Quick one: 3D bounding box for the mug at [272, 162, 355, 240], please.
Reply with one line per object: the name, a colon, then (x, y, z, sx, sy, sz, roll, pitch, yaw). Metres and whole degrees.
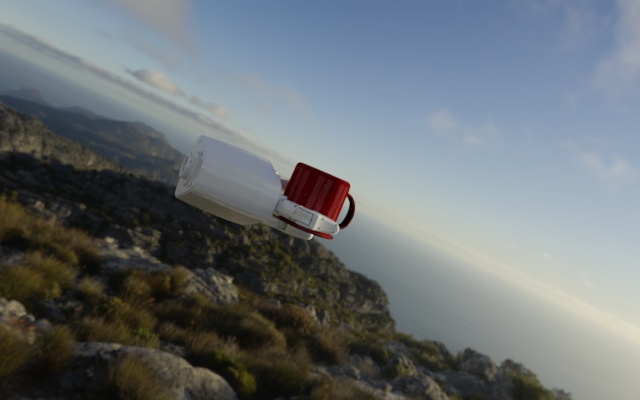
mug: (0.001, 0.002, 0.663, 0.117, 0.081, 0.093, 22, 3, -28)
